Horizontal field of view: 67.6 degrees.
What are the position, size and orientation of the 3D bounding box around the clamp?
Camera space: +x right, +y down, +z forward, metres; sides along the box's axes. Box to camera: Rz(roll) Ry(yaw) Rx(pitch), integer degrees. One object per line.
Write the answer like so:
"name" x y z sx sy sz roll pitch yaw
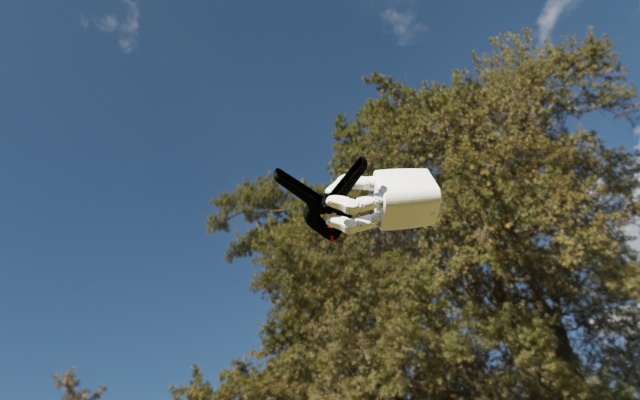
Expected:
"clamp" 0.000 0.003 0.894 0.164 0.036 0.210 -2 -43 -1
